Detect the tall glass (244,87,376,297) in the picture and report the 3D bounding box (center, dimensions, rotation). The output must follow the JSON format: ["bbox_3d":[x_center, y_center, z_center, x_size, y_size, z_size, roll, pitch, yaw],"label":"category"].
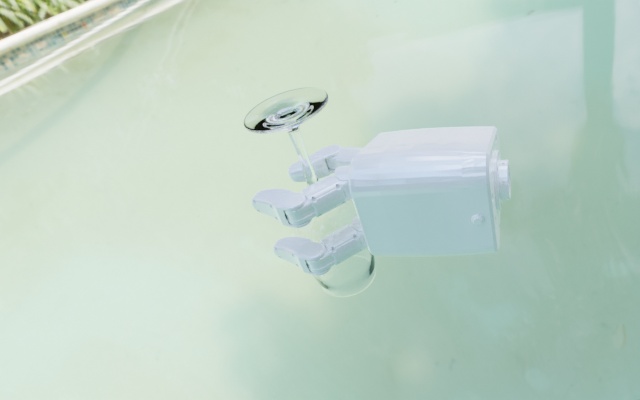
[{"bbox_3d":[0.000,0.001,0.450,0.079,0.201,0.079,-14,34,10],"label":"tall glass"}]
